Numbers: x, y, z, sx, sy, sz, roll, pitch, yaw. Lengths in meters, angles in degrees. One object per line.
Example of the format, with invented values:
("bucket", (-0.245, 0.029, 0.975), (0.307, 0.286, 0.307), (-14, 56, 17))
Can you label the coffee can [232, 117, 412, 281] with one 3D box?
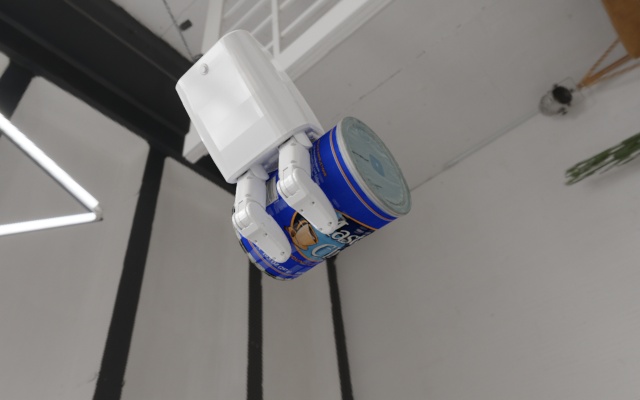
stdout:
("coffee can", (0.000, 0.002, 0.458), (0.140, 0.102, 0.103), (-33, -17, 27))
